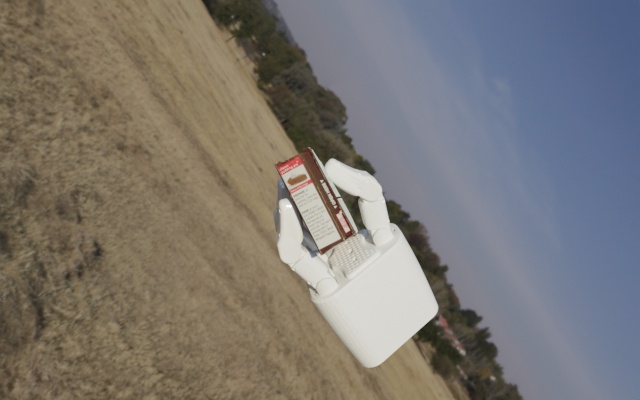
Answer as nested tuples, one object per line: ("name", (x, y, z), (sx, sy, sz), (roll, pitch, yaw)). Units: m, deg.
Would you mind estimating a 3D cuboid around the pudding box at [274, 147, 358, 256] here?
("pudding box", (0.000, 0.001, 0.459), (0.039, 0.090, 0.113), (-29, -4, 2))
